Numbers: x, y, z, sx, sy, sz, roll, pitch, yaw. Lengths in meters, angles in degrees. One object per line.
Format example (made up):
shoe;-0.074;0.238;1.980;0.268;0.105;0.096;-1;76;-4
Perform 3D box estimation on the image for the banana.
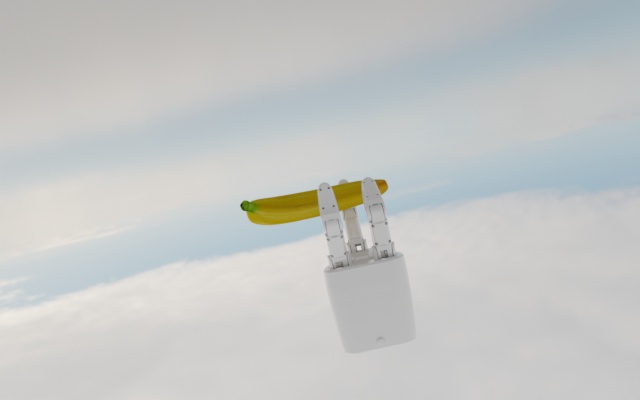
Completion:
banana;-0.010;0.004;0.602;0.198;0.037;0.069;-11;0;-24
